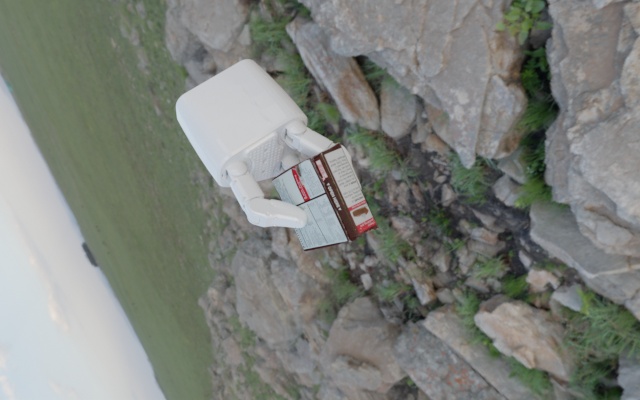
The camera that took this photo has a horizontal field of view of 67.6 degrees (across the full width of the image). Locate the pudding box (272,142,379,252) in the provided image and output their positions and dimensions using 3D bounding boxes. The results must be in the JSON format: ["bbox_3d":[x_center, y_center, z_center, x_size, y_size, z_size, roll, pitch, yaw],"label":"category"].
[{"bbox_3d":[0.000,0.002,0.485,0.039,0.090,0.113,-26,2,-25],"label":"pudding box"}]
